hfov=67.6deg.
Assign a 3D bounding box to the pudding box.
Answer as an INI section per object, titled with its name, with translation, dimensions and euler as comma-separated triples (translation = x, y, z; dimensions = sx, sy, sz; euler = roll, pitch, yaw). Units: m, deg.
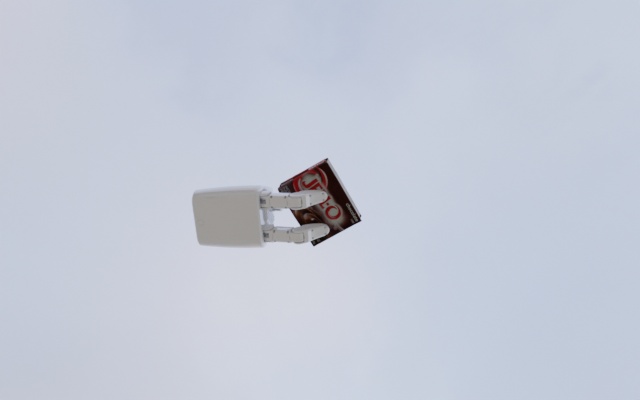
[pudding box]
translation = 0.000, 0.002, 0.755
dimensions = 0.090, 0.113, 0.039
euler = -29, 13, 13
